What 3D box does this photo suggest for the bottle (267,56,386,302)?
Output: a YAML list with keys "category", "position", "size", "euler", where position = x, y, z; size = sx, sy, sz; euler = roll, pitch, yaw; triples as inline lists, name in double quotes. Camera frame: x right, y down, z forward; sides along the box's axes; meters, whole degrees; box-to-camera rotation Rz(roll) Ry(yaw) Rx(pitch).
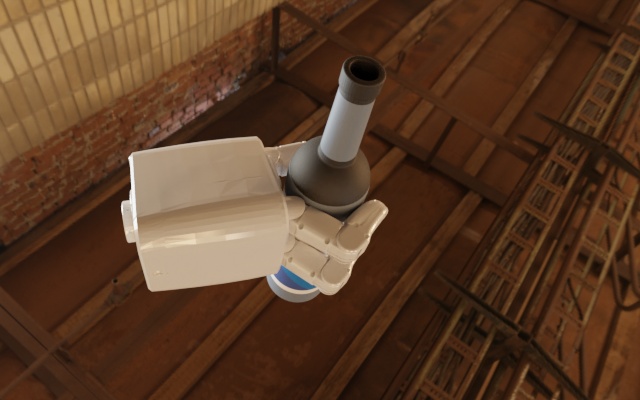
- category: "bottle"
  position: [0.000, 0.001, 0.410]
  size: [0.069, 0.069, 0.296]
  euler: [0, -33, -13]
